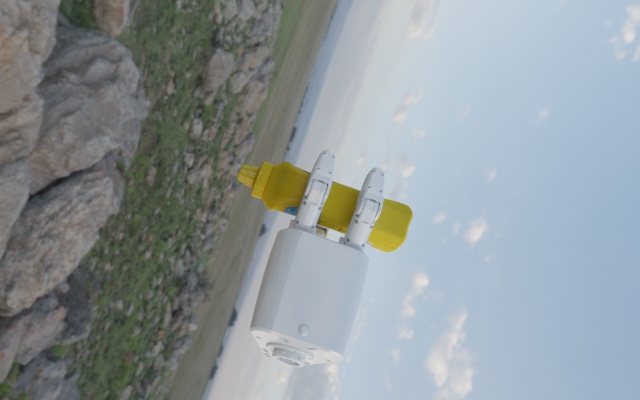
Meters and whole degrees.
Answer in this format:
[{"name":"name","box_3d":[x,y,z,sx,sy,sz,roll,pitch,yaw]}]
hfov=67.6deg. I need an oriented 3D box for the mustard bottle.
[{"name":"mustard bottle","box_3d":[0.000,0.002,0.536,0.191,0.058,0.096,20,-6,-5]}]
